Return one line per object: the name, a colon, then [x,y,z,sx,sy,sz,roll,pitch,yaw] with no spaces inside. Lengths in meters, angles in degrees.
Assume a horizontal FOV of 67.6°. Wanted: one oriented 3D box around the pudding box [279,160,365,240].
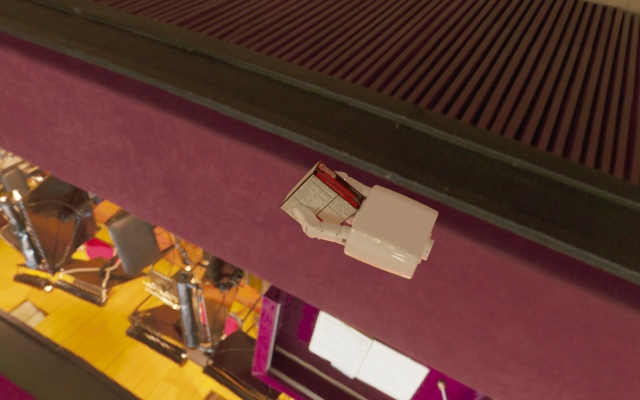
pudding box: [0.000,0.003,0.742,0.113,0.090,0.039,-42,11,44]
